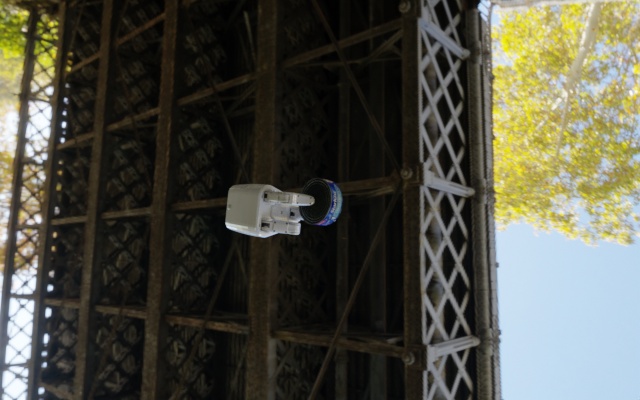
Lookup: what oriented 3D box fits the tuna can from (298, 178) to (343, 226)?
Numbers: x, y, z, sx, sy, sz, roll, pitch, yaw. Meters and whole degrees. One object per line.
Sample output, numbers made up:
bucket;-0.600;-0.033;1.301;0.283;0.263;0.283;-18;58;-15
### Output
tuna can;0.001;0.003;0.876;0.034;0.086;0.086;10;-7;-44
